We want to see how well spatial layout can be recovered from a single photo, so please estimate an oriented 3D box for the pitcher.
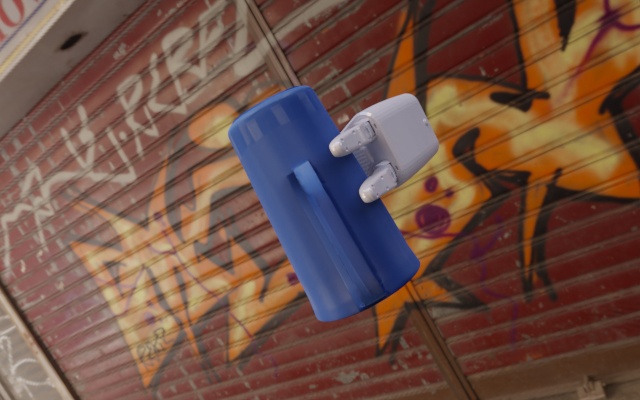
[{"bbox_3d":[0.000,0.002,0.526,0.149,0.243,0.145,-25,7,46],"label":"pitcher"}]
